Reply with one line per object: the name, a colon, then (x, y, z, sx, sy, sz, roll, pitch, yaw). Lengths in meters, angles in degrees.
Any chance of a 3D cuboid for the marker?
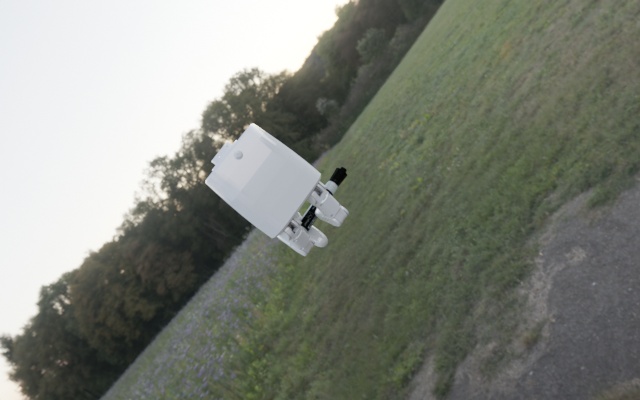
marker: (0.000, 0.002, 0.662, 0.020, 0.121, 0.020, 32, -16, 10)
